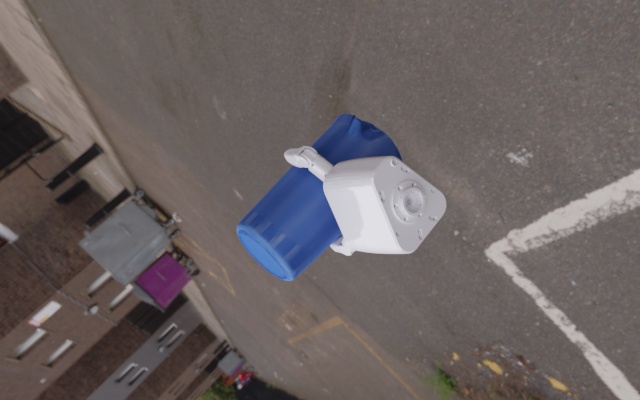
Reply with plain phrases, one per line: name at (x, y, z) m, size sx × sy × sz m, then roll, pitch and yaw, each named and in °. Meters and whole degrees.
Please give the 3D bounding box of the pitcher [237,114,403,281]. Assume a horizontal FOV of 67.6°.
pitcher at (0.000, 0.002, 0.699) m, size 0.242 × 0.149 × 0.145 m, roll -45°, pitch 18°, yaw -22°
